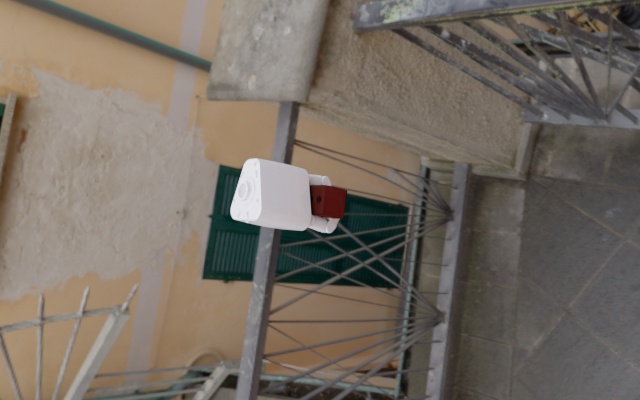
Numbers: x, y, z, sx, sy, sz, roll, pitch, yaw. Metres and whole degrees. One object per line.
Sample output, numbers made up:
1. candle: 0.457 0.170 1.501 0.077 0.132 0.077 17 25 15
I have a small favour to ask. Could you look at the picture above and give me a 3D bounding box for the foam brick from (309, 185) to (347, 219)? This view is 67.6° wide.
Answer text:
1. foam brick: 0.000 0.003 0.846 0.051 0.053 0.078 13 -9 -41
